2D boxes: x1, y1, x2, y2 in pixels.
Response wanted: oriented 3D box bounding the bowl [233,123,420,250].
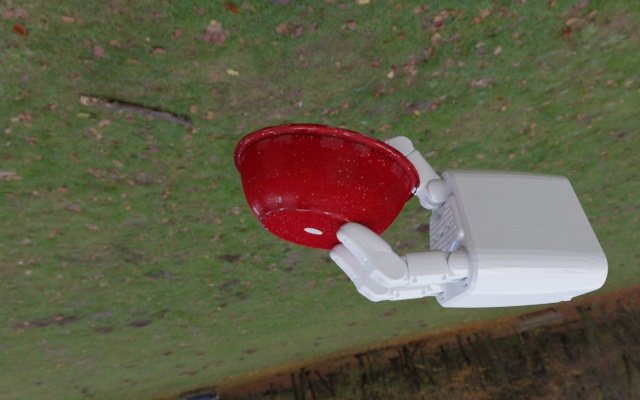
[{"bbox_3d":[-0.001,0.002,0.404,0.162,0.055,0.162,9,-23,4],"label":"bowl"}]
